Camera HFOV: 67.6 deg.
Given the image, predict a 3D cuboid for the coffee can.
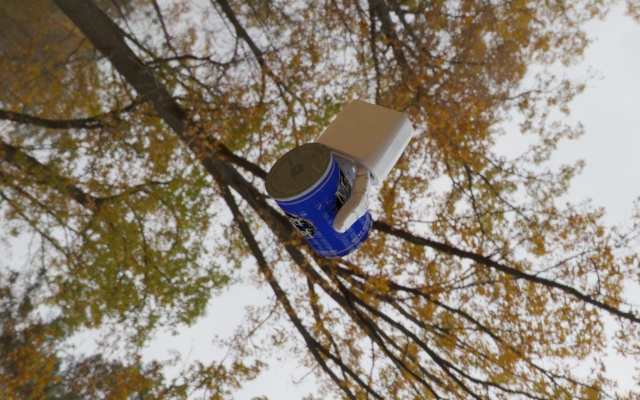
[{"bbox_3d":[0.000,0.002,0.685,0.103,0.102,0.140,0,-40,37],"label":"coffee can"}]
